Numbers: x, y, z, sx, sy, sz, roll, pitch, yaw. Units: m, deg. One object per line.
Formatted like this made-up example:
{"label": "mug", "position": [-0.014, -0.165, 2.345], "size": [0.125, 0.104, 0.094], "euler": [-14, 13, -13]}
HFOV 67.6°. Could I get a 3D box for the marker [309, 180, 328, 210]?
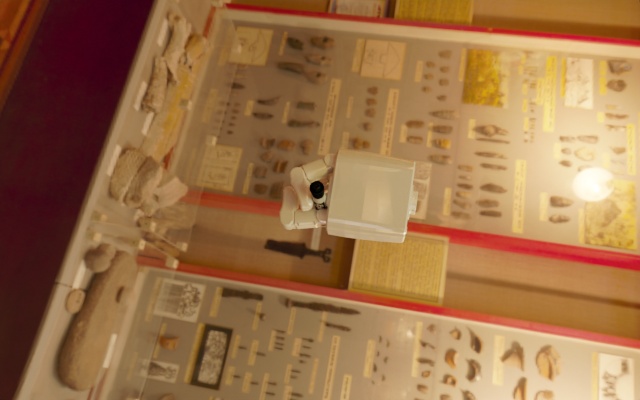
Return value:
{"label": "marker", "position": [0.000, 0.002, 0.644], "size": [0.020, 0.020, 0.121], "euler": [0, -20, 5]}
